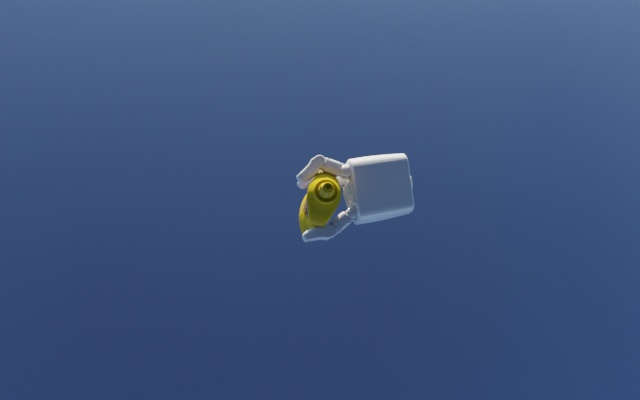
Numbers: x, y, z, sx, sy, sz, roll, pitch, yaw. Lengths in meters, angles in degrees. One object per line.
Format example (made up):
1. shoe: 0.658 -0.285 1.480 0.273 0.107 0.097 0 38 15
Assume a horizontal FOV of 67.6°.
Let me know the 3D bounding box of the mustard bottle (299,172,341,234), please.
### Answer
1. mustard bottle: 0.000 0.003 0.849 0.058 0.096 0.192 15 -16 -4
